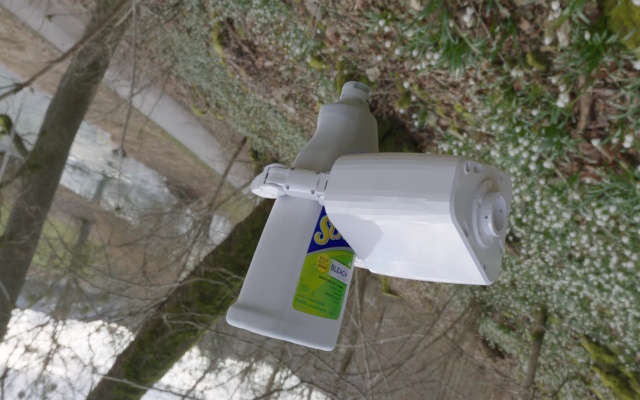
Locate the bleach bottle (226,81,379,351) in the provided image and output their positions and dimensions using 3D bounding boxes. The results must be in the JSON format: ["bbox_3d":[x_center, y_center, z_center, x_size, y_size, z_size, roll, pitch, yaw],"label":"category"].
[{"bbox_3d":[0.000,0.002,0.440,0.068,0.250,0.103,2,-20,41],"label":"bleach bottle"}]
